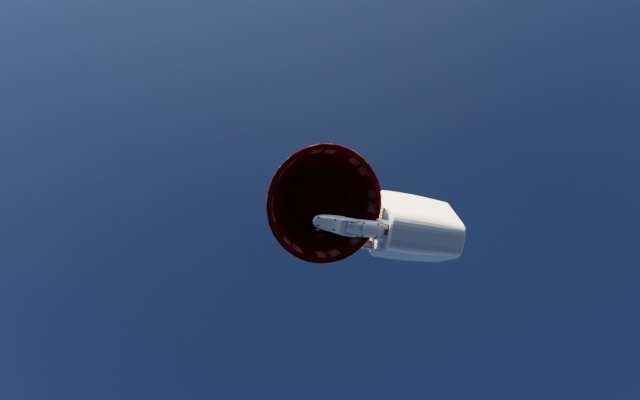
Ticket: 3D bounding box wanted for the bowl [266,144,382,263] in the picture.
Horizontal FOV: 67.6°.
[{"bbox_3d":[-0.001,0.002,0.660,0.162,0.162,0.055,0,8,-17],"label":"bowl"}]
